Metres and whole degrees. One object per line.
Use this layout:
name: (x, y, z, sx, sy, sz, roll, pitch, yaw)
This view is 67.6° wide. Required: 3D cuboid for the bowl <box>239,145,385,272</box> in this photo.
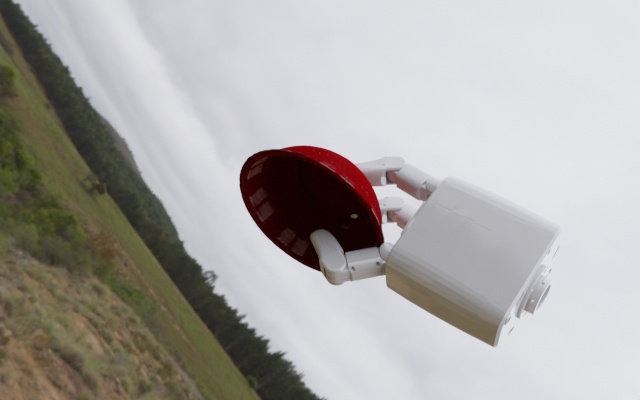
bowl: (-0.001, 0.001, 0.475, 0.162, 0.162, 0.055, 0, 40, 39)
